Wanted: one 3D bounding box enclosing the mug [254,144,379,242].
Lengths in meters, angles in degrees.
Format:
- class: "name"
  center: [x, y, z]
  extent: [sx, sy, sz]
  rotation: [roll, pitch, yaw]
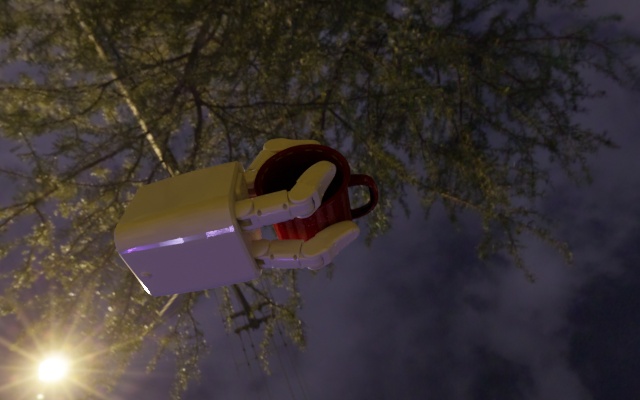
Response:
- class: "mug"
  center: [0.002, 0.001, 0.481]
  extent: [0.117, 0.093, 0.082]
  rotation: [-10, -43, 3]
